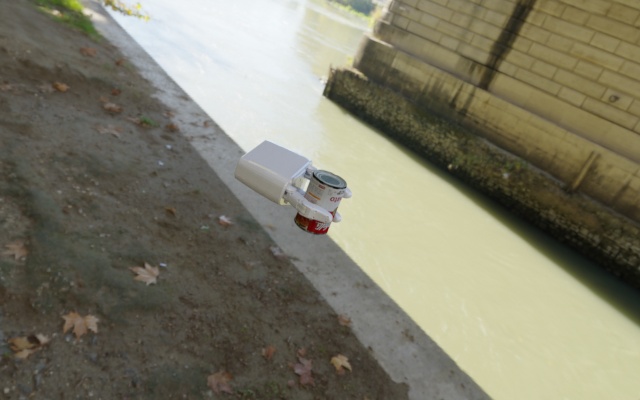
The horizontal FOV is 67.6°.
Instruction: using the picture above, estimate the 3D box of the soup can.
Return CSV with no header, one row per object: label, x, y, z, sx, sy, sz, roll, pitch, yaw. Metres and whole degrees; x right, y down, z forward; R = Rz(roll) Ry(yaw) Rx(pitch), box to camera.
soup can,0.001,0.003,0.872,0.068,0.102,0.068,19,24,-9
